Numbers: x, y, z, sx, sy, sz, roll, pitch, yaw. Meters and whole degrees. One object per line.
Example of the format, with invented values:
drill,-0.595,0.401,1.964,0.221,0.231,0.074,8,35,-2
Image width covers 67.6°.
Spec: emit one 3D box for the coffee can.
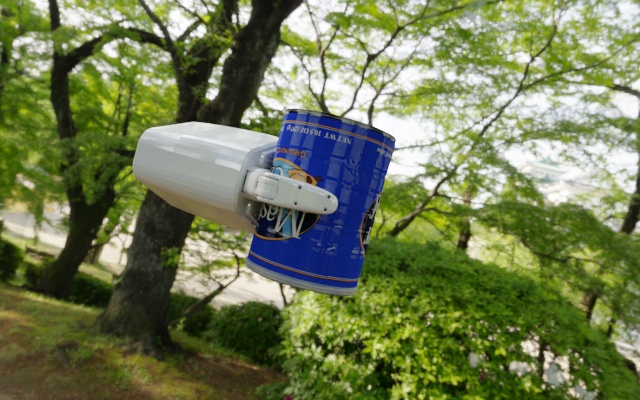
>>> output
coffee can,0.000,0.002,0.425,0.103,0.140,0.103,15,1,0
